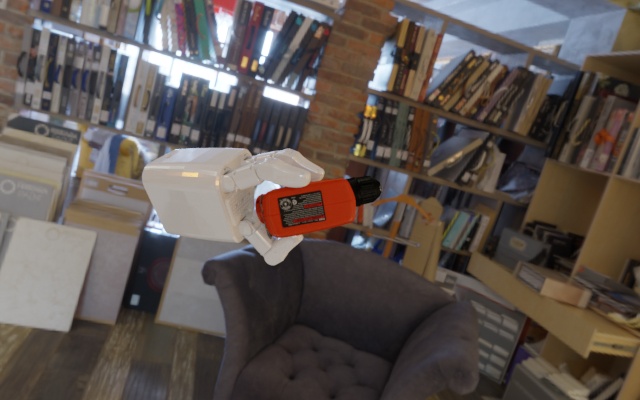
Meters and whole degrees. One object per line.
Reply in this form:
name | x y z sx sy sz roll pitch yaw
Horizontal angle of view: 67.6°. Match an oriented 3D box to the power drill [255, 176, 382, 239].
power drill | 0.000 0.002 0.623 0.184 0.057 0.187 -13 2 -1
